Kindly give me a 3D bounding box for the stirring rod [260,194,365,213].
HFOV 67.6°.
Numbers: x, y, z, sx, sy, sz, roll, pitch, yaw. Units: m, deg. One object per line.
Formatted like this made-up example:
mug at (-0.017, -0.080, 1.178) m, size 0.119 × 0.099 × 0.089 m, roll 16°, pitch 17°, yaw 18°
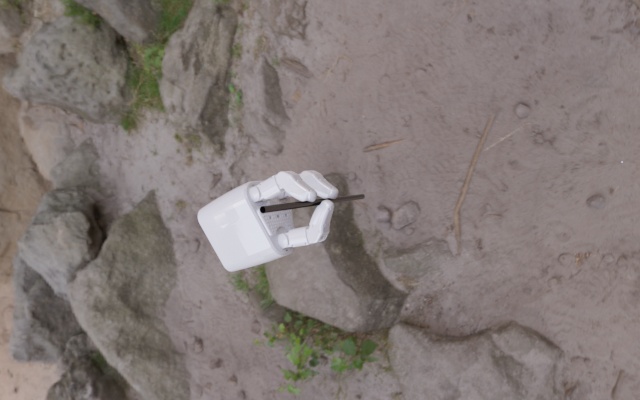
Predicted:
stirring rod at (0.000, 0.002, 0.628) m, size 0.011 × 0.011 × 0.239 m, roll 0°, pitch 4°, yaw 32°
